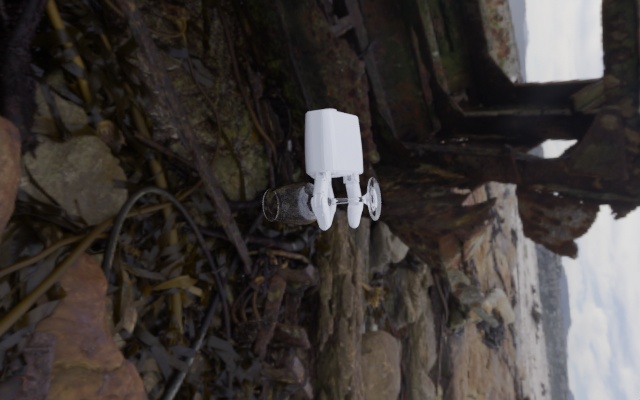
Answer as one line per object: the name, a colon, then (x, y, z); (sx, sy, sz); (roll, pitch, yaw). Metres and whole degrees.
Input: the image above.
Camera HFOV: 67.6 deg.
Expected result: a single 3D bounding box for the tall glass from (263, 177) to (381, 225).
tall glass: (0.001, 0.003, 0.845); (0.201, 0.079, 0.079); (-4, -2, 22)
